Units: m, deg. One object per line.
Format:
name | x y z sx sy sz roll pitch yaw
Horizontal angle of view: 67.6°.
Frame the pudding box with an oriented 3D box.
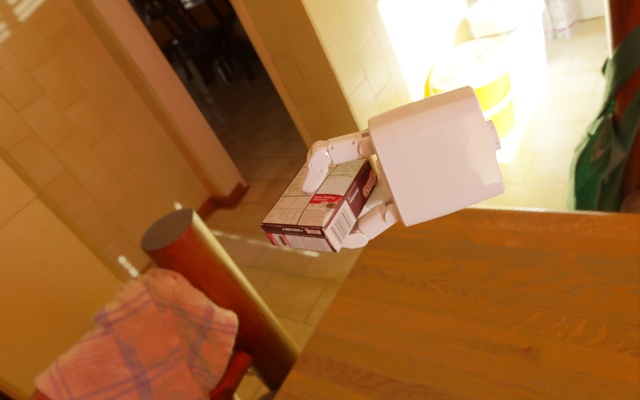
pudding box | 0.000 0.002 0.528 0.090 0.039 0.113 1 43 37
